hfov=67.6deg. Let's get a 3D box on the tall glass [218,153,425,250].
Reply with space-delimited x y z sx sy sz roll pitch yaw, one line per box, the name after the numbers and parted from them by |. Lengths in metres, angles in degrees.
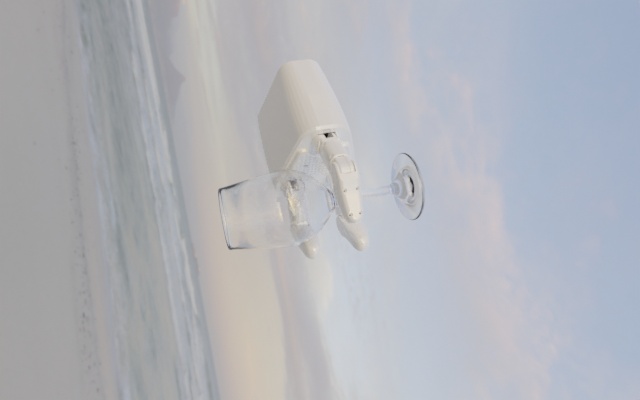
0.001 0.002 0.491 0.201 0.079 0.079 -10 3 -15 | tall glass
